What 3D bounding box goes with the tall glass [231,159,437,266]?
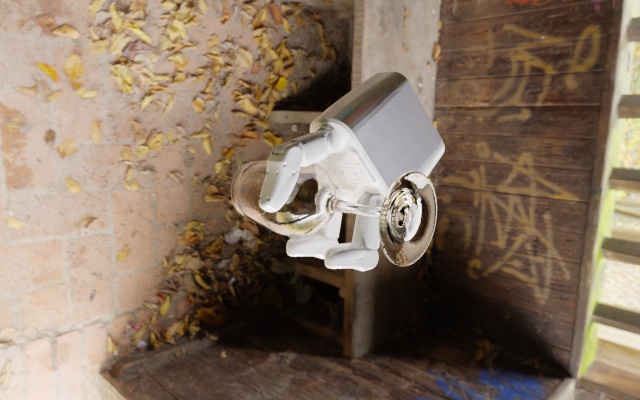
[{"bbox_3d":[0.000,0.002,0.436,0.079,0.079,0.201,0,7,-45],"label":"tall glass"}]
